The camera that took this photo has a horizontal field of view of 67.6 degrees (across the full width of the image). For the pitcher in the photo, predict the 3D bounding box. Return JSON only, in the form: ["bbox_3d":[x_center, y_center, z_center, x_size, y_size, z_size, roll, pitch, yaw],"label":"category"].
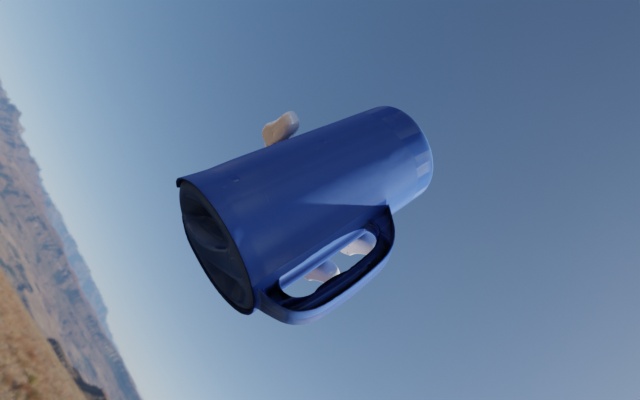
[{"bbox_3d":[0.000,0.001,0.464,0.243,0.149,0.145,-28,11,-28],"label":"pitcher"}]
